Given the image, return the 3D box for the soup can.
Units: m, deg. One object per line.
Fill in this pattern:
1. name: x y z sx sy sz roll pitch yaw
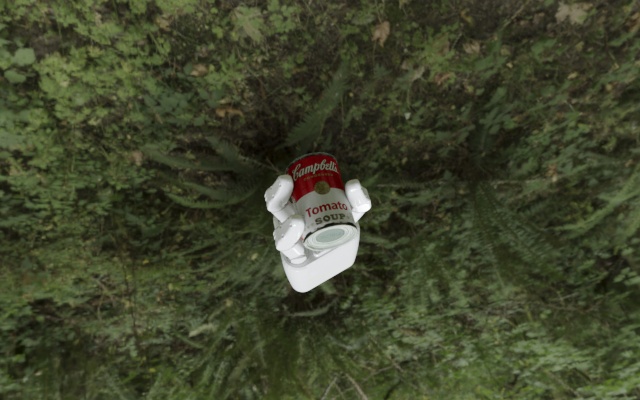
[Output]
1. soup can: 0.000 0.002 0.583 0.068 0.102 0.068 -12 -28 -7
